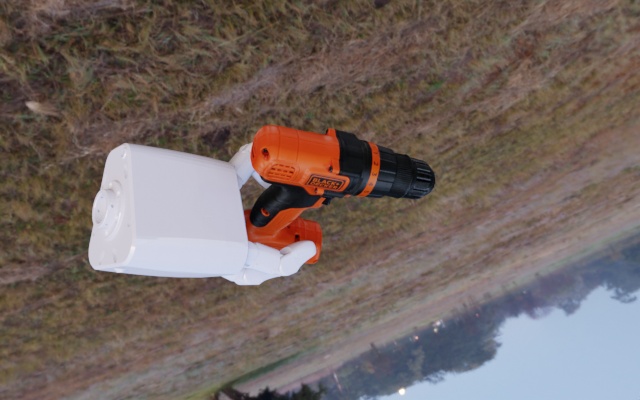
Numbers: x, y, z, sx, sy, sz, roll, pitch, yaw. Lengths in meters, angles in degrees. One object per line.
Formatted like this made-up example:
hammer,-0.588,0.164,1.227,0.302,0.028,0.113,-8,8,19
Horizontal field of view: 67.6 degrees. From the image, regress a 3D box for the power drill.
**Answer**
power drill,0.000,0.002,0.496,0.184,0.057,0.188,11,-36,-21
